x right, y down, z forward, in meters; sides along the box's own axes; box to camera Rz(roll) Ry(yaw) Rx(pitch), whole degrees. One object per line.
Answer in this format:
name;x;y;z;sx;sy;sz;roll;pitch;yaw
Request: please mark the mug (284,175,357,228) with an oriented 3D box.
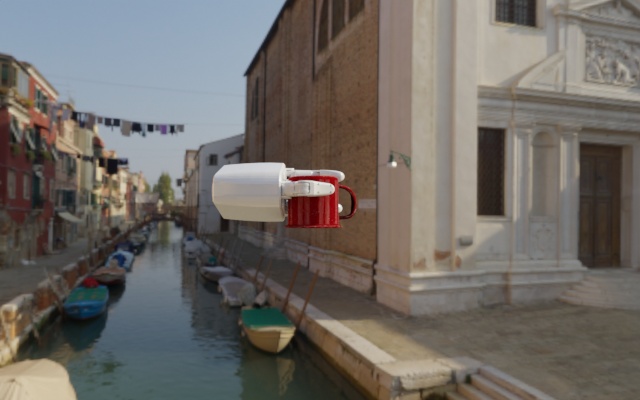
mug;0.002;0.002;0.771;0.117;0.081;0.093;0;-1;-1
